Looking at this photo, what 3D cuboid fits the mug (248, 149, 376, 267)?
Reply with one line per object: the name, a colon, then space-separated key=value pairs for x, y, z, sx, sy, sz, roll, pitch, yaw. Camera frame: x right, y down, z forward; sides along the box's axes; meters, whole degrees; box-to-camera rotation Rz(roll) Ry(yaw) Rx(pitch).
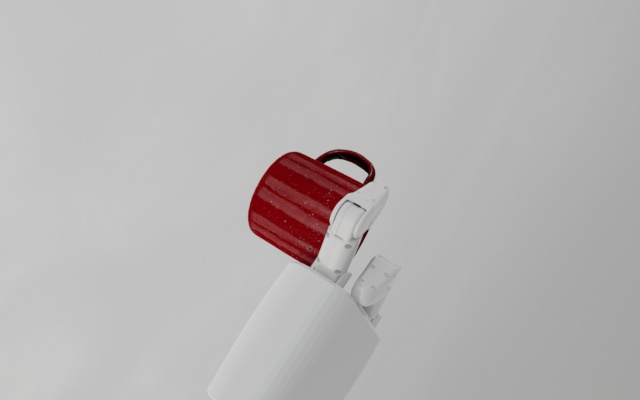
mug: x=0.001 y=0.000 z=0.406 sx=0.081 sy=0.117 sz=0.093 roll=28 pitch=-22 yaw=18
